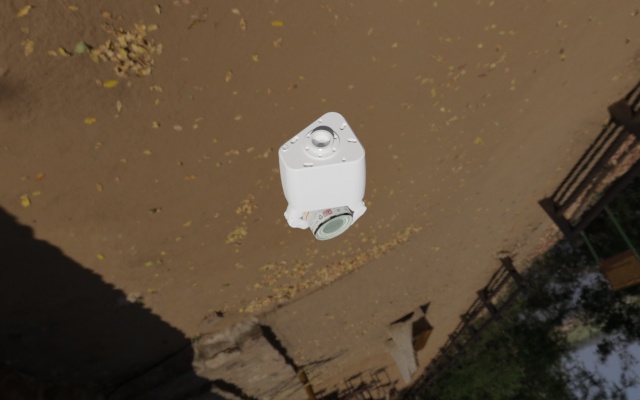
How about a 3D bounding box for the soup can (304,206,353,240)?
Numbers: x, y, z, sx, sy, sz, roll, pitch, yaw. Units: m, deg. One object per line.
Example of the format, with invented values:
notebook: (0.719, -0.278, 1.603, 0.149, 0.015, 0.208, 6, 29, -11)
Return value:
soup can: (0.000, 0.003, 0.755, 0.068, 0.102, 0.068, -22, -28, -13)
